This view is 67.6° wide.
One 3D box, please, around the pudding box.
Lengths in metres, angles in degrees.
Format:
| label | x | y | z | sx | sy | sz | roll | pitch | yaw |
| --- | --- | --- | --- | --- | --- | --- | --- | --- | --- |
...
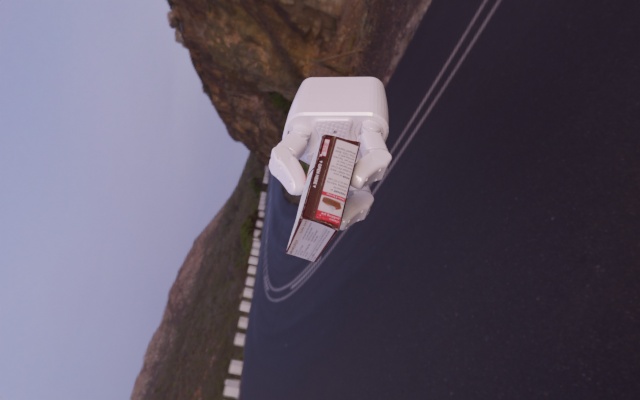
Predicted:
| label | x | y | z | sx | sy | sz | roll | pitch | yaw |
| --- | --- | --- | --- | --- | --- | --- | --- | --- | --- |
| pudding box | 0.000 | 0.001 | 0.463 | 0.039 | 0.090 | 0.113 | 15 | -23 | -3 |
